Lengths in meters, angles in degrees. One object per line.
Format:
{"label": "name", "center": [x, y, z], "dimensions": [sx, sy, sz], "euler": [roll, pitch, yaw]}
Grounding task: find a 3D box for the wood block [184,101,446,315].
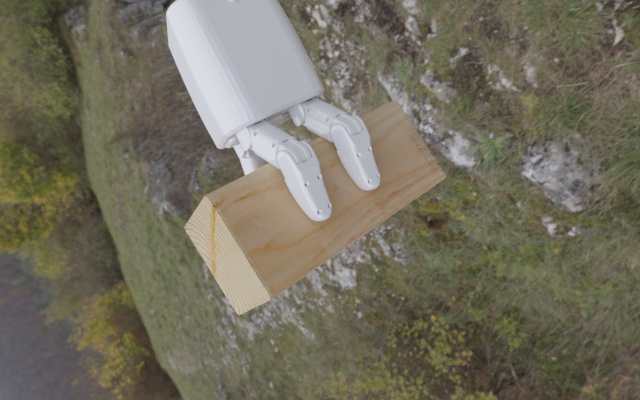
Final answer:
{"label": "wood block", "center": [0.000, 0.001, 0.422], "dimensions": [0.206, 0.090, 0.091], "euler": [-31, -3, -32]}
